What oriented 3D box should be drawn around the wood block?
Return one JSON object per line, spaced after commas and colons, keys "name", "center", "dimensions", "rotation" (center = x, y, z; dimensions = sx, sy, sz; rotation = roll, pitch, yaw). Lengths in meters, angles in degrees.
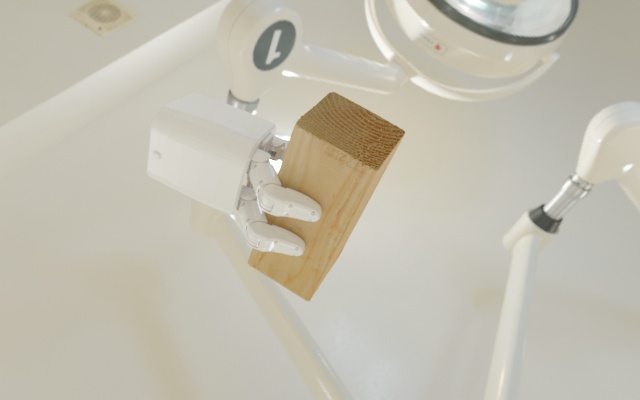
{"name": "wood block", "center": [0.000, 0.001, 0.522], "dimensions": [0.090, 0.206, 0.090], "rotation": [30, 41, 7]}
